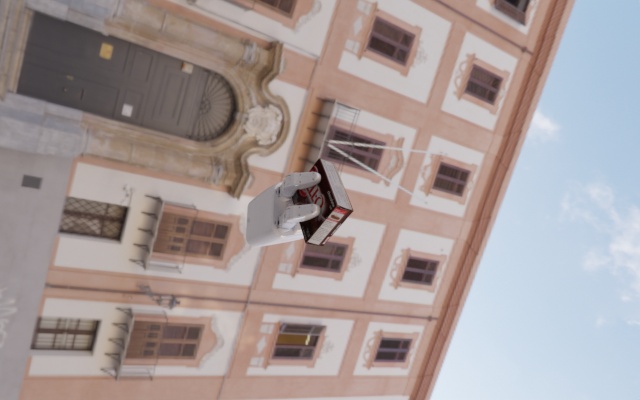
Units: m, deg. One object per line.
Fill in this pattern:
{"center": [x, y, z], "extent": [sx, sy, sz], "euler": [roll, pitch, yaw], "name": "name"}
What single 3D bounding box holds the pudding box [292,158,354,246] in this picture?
{"center": [0.000, 0.003, 0.762], "extent": [0.039, 0.113, 0.090], "euler": [14, -52, -34], "name": "pudding box"}
